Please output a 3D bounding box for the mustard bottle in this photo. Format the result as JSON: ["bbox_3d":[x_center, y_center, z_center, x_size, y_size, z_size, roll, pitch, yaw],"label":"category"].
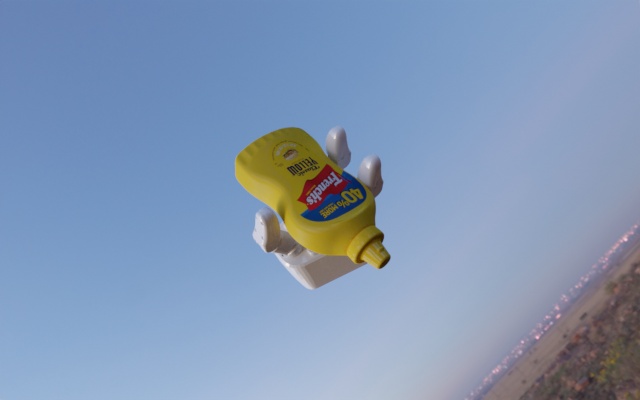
[{"bbox_3d":[0.000,0.001,0.501,0.096,0.058,0.191,-28,58,-31],"label":"mustard bottle"}]
